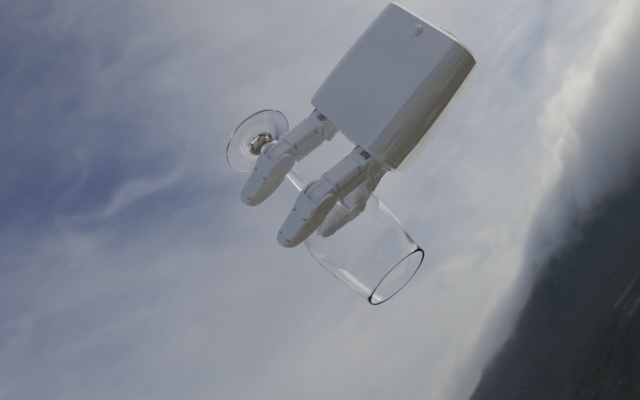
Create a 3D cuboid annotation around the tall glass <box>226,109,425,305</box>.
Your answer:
[{"bbox_3d":[0.000,0.001,0.432,0.201,0.079,0.079,45,25,28],"label":"tall glass"}]
